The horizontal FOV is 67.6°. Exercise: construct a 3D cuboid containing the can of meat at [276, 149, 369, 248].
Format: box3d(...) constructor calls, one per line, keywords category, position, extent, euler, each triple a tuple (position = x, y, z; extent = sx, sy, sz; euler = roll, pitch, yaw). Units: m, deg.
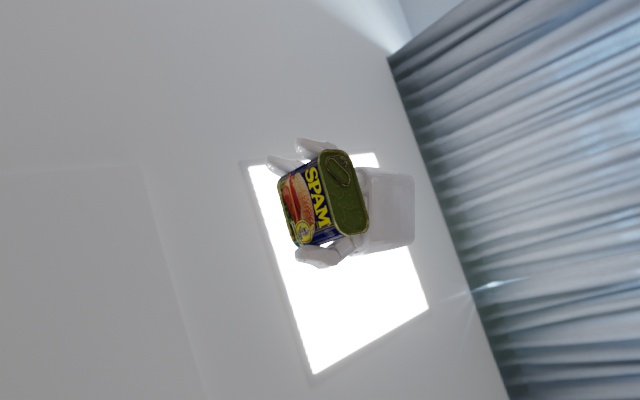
box3d(category="can of meat", position=(0.000, 0.002, 0.565), extent=(0.057, 0.102, 0.084), euler=(-5, -14, -45))
